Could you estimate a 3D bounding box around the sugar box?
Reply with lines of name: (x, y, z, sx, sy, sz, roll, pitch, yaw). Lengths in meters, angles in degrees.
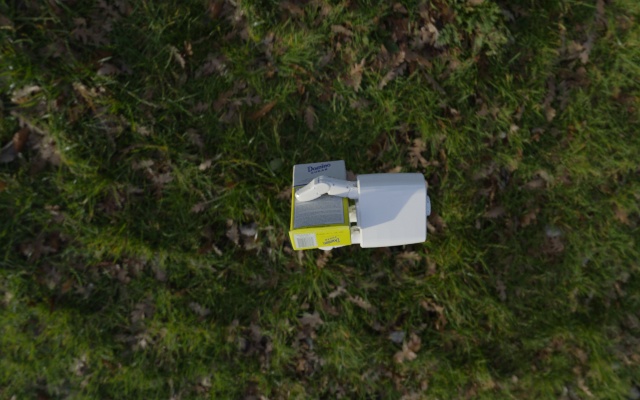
sugar box: (0.000, 0.003, 0.790, 0.093, 0.048, 0.176, -5, 37, 5)
